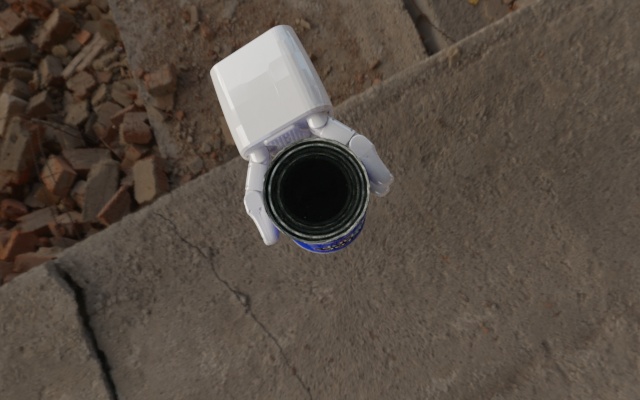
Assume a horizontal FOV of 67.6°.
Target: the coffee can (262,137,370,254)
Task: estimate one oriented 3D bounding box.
[{"bbox_3d":[0.000,0.002,0.514,0.103,0.103,0.140,0,-10,4],"label":"coffee can"}]
